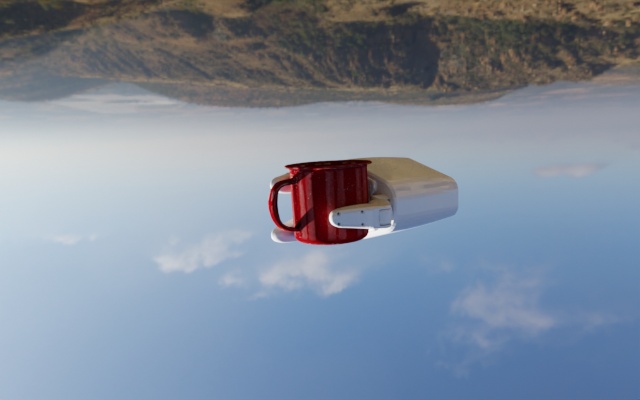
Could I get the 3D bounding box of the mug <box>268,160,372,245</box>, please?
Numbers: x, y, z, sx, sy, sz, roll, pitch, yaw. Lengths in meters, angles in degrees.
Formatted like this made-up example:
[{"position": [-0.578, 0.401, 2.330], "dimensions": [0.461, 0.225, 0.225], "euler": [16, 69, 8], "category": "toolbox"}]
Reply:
[{"position": [-0.001, 0.002, 0.505], "dimensions": [0.117, 0.081, 0.093], "euler": [-8, 9, -32], "category": "mug"}]
